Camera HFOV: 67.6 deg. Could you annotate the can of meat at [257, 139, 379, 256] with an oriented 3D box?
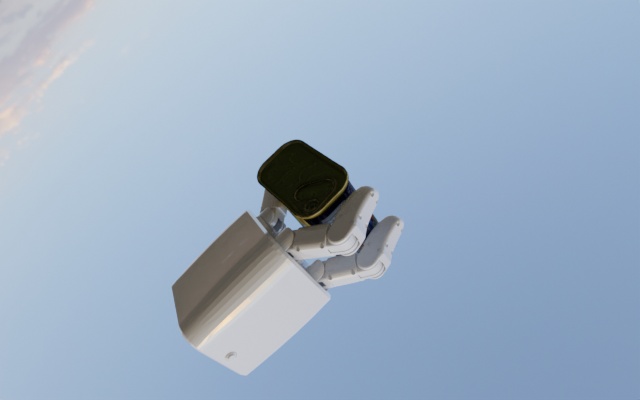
[{"bbox_3d":[0.000,0.002,0.447,0.102,0.057,0.084,37,-10,46],"label":"can of meat"}]
